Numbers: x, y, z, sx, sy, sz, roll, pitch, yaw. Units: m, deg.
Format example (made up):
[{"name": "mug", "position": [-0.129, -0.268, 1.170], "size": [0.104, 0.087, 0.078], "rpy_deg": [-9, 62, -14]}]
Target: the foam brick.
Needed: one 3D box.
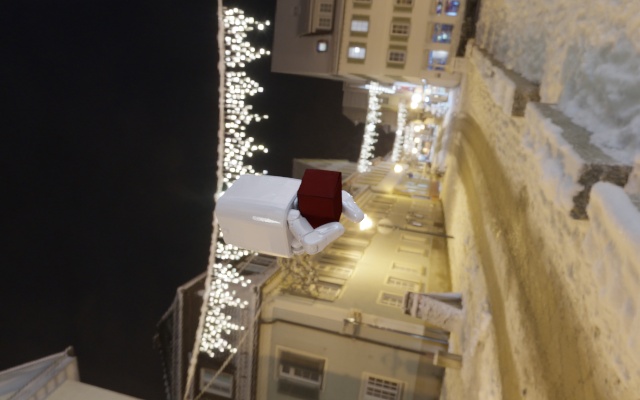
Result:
[{"name": "foam brick", "position": [0.000, 0.002, 0.663], "size": [0.051, 0.053, 0.078], "rpy_deg": [9, -43, 12]}]
